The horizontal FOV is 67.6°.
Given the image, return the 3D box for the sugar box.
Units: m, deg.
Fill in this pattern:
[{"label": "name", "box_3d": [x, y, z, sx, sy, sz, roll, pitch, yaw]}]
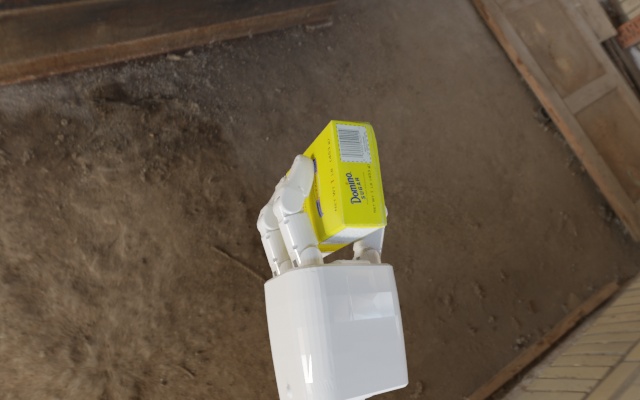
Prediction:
[{"label": "sugar box", "box_3d": [0.000, 0.002, 0.463, 0.048, 0.093, 0.176, 2, -18, -23]}]
